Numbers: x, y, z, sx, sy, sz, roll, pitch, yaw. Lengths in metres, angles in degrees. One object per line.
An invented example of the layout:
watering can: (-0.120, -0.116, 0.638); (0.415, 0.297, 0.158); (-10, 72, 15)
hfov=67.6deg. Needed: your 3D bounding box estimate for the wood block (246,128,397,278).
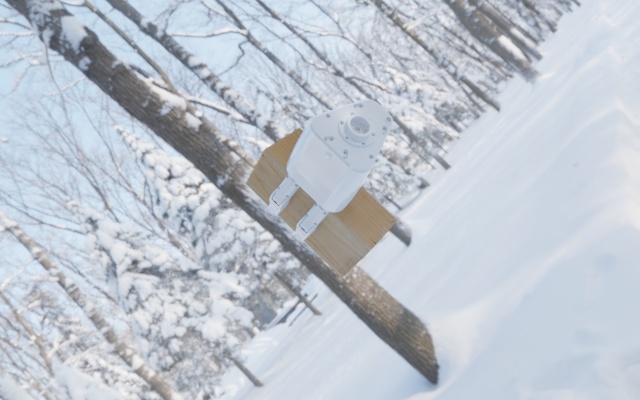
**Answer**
wood block: (0.000, 0.002, 0.724); (0.090, 0.206, 0.090); (-40, -9, -43)
